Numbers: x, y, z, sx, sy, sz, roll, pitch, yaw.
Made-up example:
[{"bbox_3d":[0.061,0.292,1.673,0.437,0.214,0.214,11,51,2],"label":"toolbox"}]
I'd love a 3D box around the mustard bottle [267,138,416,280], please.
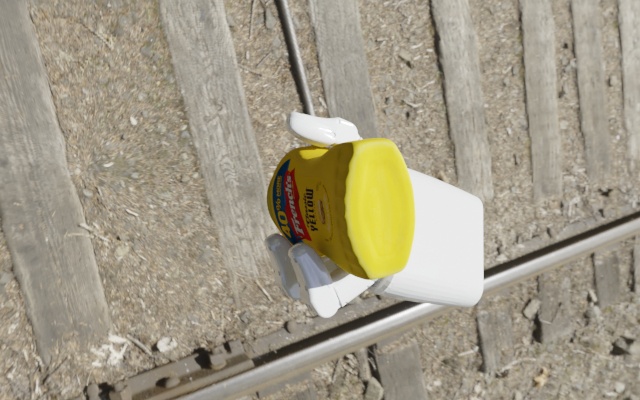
[{"bbox_3d":[0.000,0.001,0.401,0.058,0.096,0.191,-11,8,-25],"label":"mustard bottle"}]
